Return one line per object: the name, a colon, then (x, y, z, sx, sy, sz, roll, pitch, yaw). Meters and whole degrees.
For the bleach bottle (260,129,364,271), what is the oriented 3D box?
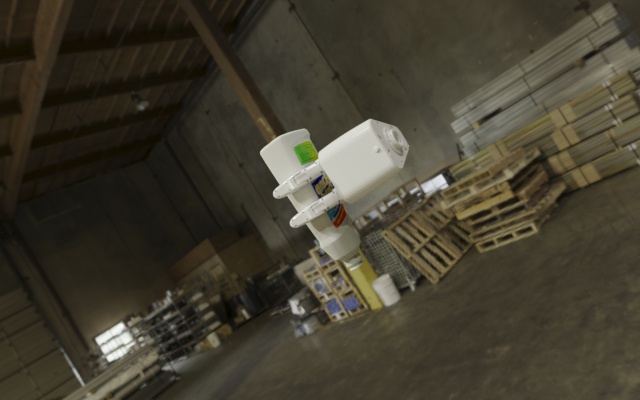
bleach bottle: (0.000, 0.003, 0.817, 0.068, 0.251, 0.102, -33, -2, 32)
